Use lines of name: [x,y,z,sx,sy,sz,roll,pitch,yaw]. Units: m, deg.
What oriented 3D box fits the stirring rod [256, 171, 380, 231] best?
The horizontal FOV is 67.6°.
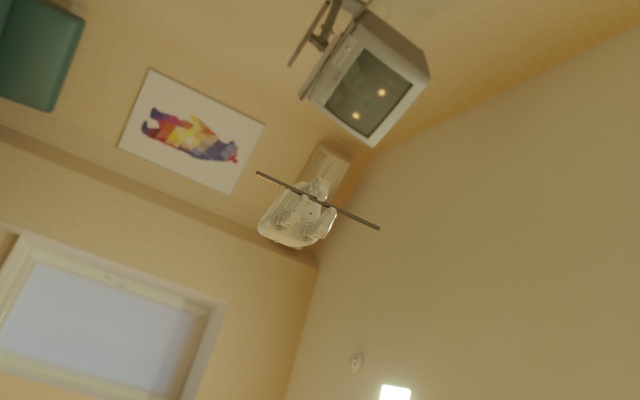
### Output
stirring rod: [0.000,0.003,0.814,0.239,0.011,0.011,25,-8,-18]
